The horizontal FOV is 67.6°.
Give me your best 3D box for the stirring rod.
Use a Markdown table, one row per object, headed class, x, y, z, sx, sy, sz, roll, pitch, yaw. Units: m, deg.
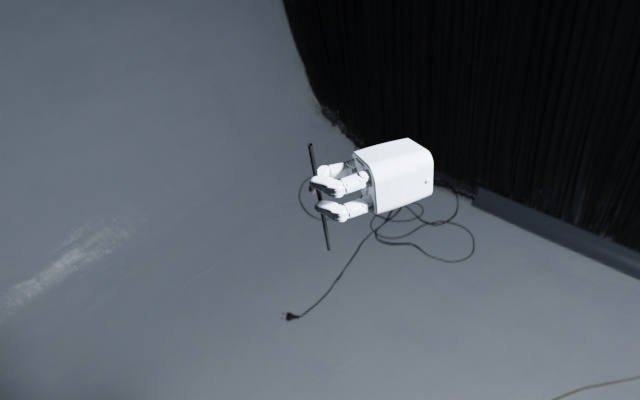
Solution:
| class | x | y | z | sx | sy | sz | roll | pitch | yaw |
| --- | --- | --- | --- | --- | --- | --- | --- | --- | --- |
| stirring rod | 0.000 | 0.003 | 0.817 | 0.011 | 0.240 | 0.011 | -6 | 42 | 5 |
